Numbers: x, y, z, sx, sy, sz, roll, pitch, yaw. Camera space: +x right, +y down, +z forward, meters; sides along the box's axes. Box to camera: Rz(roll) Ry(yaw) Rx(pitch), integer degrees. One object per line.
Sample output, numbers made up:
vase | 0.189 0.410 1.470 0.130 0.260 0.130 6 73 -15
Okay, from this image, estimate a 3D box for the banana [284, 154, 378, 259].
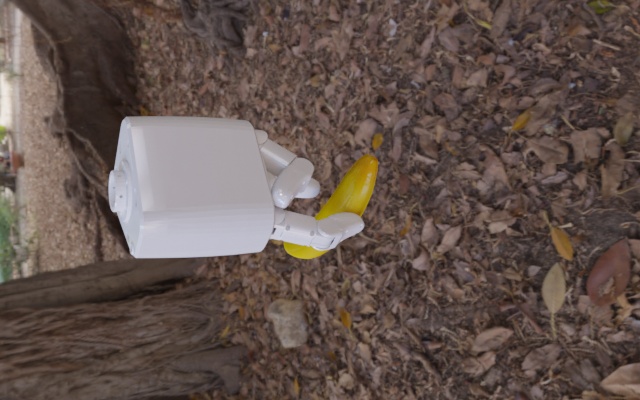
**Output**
banana | 0.002 0.020 0.507 0.037 0.069 0.198 0 -20 -31
